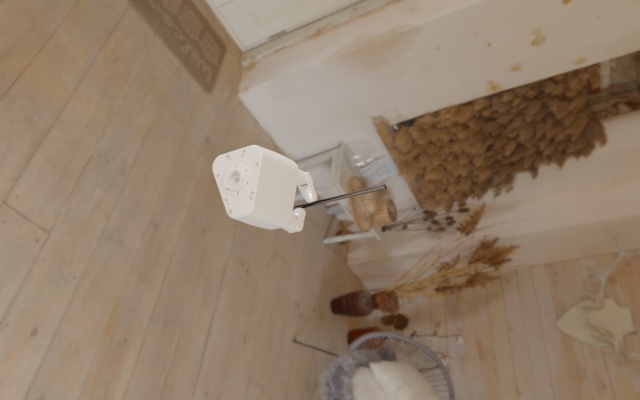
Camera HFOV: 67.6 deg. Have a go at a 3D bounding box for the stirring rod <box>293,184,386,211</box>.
[{"bbox_3d":[0.000,0.003,0.836,0.239,0.011,0.011,-13,-6,24],"label":"stirring rod"}]
